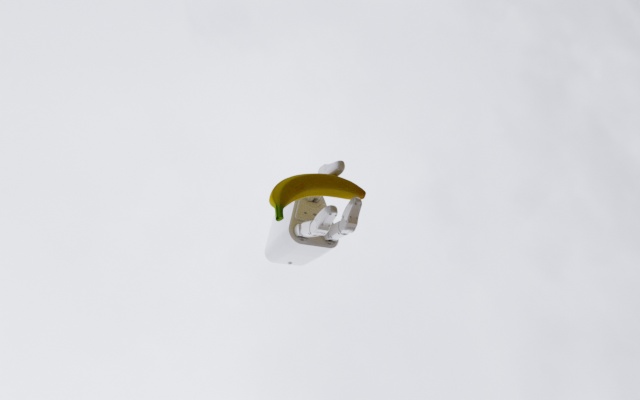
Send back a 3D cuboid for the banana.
[{"bbox_3d":[-0.011,-0.013,0.743,0.198,0.069,0.037,-15,-20,-43],"label":"banana"}]
